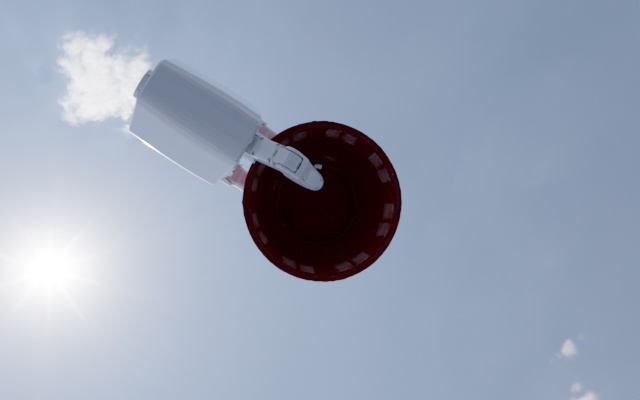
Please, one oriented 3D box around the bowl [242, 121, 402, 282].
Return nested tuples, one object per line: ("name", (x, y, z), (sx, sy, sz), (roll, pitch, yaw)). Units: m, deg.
("bowl", (0.001, 0.003, 0.502), (0.162, 0.162, 0.055), (0, -4, -8))
